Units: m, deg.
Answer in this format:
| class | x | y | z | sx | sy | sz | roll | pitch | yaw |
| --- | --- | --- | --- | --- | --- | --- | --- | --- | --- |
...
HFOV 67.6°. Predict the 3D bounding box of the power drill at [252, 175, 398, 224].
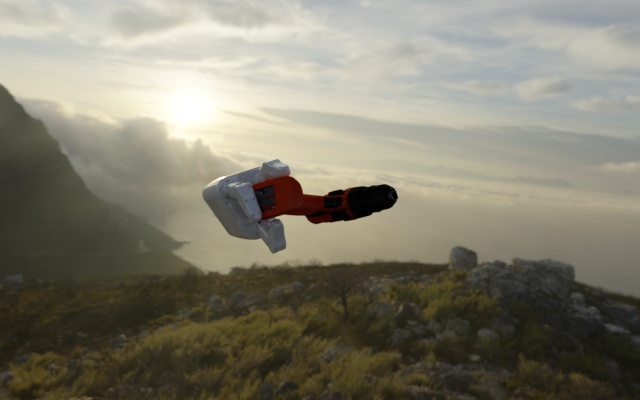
| class | x | y | z | sx | sy | sz | roll | pitch | yaw |
| --- | --- | --- | --- | --- | --- | --- | --- | --- | --- |
| power drill | 0.000 | 0.002 | 0.735 | 0.184 | 0.057 | 0.187 | -15 | -16 | 43 |
